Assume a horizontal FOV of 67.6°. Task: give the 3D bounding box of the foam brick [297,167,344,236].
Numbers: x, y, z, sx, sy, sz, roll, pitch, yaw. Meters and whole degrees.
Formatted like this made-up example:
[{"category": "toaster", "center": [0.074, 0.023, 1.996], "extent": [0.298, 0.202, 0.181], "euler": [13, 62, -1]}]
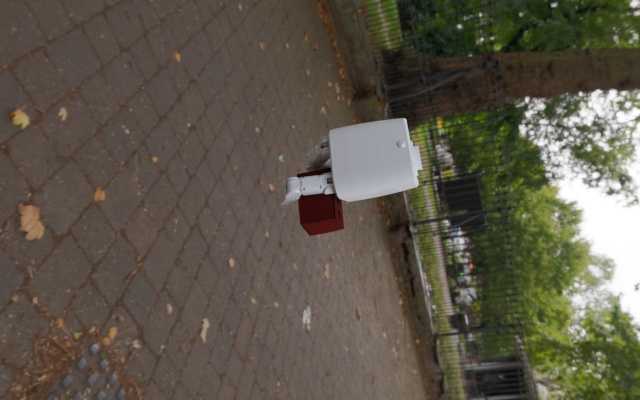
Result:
[{"category": "foam brick", "center": [0.000, 0.002, 0.666], "extent": [0.051, 0.078, 0.053], "euler": [-9, -22, 12]}]
